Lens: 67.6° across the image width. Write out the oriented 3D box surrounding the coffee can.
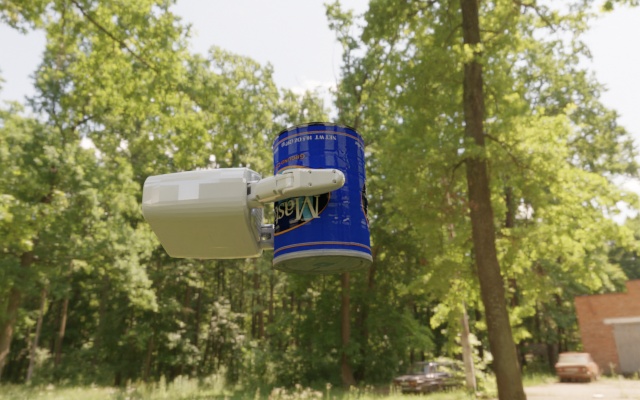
[{"bbox_3d":[0.000,0.002,0.513,0.103,0.140,0.103,-2,-18,-1],"label":"coffee can"}]
